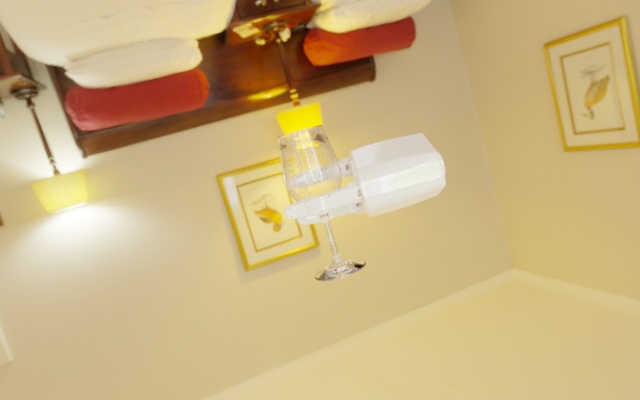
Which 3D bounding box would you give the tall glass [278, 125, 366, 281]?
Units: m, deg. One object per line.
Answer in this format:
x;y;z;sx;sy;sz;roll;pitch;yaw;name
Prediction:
0.000;0.003;0.648;0.079;0.201;0.079;-16;8;2;tall glass
